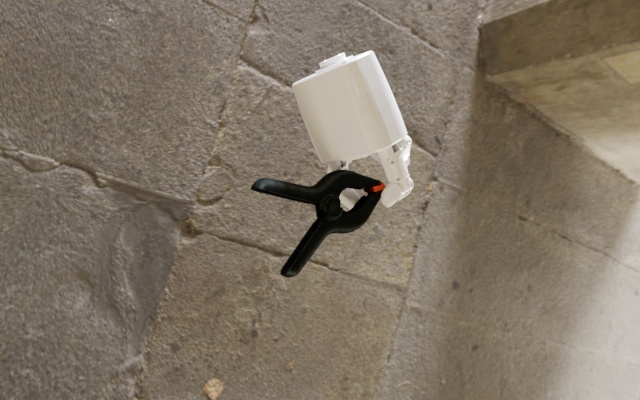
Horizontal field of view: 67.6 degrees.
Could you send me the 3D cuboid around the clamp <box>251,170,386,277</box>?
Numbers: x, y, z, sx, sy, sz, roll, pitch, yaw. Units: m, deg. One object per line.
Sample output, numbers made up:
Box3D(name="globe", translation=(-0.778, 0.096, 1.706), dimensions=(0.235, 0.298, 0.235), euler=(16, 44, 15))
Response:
Box3D(name="clamp", translation=(0.001, 0.002, 0.581), dimensions=(0.171, 0.120, 0.039), euler=(-31, 18, -25))
